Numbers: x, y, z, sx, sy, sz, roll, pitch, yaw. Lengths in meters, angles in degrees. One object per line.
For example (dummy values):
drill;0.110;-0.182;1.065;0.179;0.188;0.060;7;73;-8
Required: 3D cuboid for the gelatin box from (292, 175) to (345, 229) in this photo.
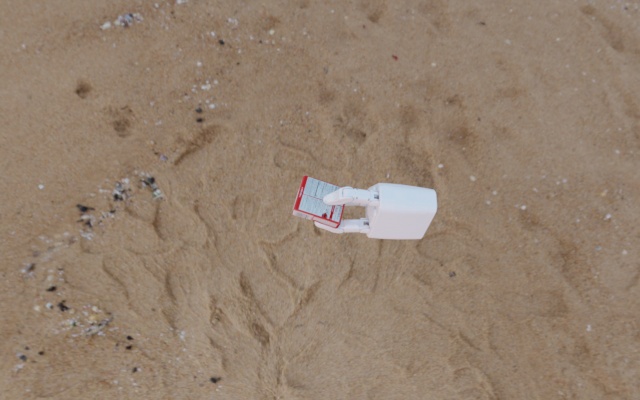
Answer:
gelatin box;0.000;0.003;0.871;0.089;0.073;0.030;18;-25;-6
